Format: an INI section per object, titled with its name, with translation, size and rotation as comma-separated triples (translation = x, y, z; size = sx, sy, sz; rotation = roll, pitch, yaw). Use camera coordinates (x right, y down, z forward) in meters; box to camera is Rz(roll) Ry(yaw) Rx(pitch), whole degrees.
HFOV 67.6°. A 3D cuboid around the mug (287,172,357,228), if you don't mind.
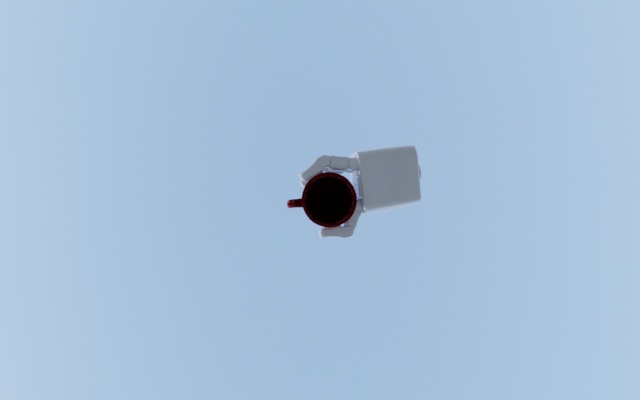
[mug]
translation = -0.001, 0.003, 0.833
size = 0.117, 0.093, 0.081
rotation = -7, -3, -5
